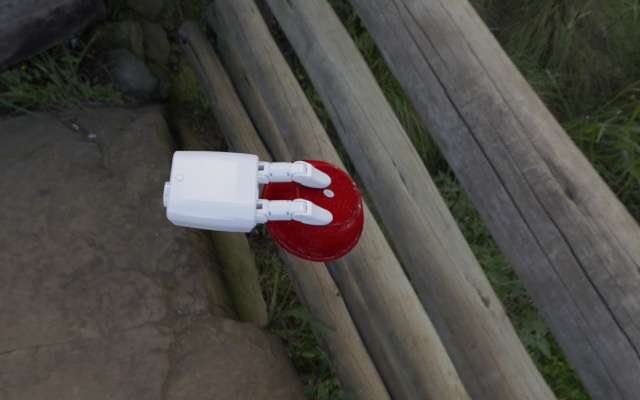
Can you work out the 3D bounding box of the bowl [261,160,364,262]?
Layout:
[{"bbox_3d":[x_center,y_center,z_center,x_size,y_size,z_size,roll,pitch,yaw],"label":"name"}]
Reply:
[{"bbox_3d":[0.001,0.002,0.674,0.162,0.162,0.055,0,-24,-24],"label":"bowl"}]
